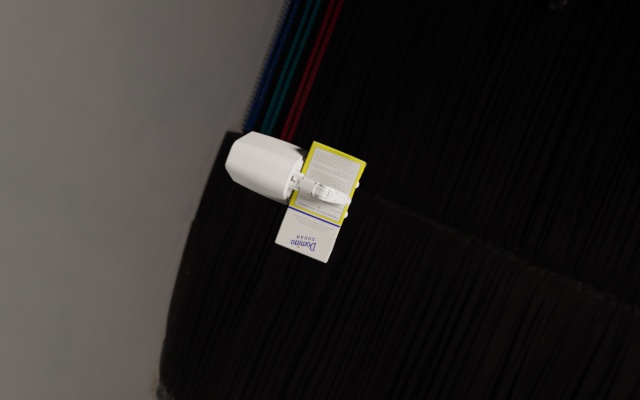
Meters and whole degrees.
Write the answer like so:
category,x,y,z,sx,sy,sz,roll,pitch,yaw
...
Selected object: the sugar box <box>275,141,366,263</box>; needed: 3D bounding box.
category,x,y,z,sx,sy,sz,roll,pitch,yaw
sugar box,0.000,0.002,0.782,0.093,0.176,0.048,22,6,3
